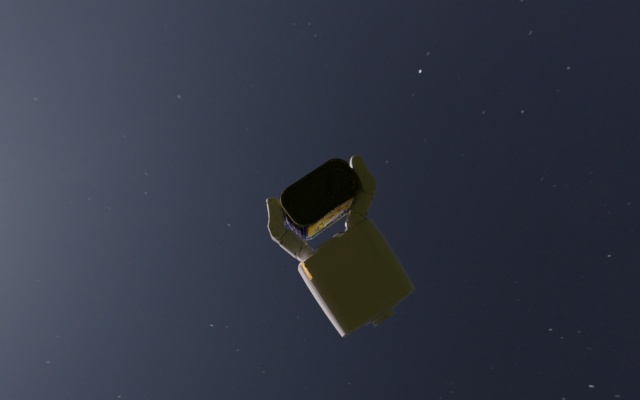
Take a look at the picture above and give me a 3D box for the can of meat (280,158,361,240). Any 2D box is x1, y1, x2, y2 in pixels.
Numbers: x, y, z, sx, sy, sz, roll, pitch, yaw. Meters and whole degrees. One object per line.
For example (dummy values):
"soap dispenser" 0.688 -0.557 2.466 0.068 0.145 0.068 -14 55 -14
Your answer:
"can of meat" 0.000 0.002 0.636 0.102 0.057 0.084 -34 -16 -12
